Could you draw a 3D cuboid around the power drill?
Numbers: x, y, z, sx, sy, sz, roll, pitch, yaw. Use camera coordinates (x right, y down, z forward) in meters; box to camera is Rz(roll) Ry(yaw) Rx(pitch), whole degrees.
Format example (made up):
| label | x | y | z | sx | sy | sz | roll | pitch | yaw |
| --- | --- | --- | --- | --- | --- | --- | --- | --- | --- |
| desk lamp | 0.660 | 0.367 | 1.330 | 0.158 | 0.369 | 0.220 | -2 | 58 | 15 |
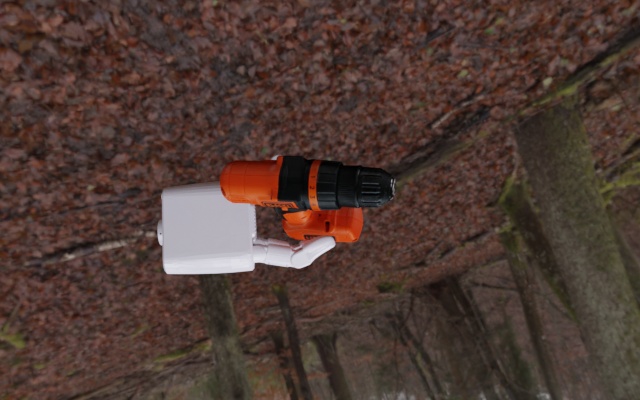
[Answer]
| label | x | y | z | sx | sy | sz | roll | pitch | yaw |
| --- | --- | --- | --- | --- | --- | --- | --- | --- | --- |
| power drill | 0.000 | 0.002 | 0.555 | 0.184 | 0.057 | 0.188 | 5 | -17 | 15 |
